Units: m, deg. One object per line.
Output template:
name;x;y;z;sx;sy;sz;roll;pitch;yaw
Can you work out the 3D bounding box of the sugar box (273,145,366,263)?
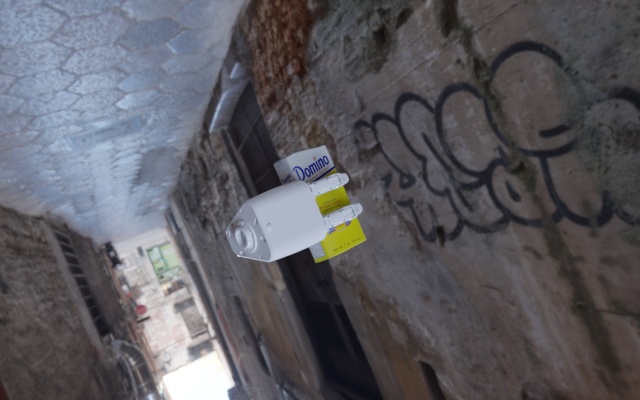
sugar box;0.000;0.003;0.784;0.093;0.176;0.048;-22;-1;-41
